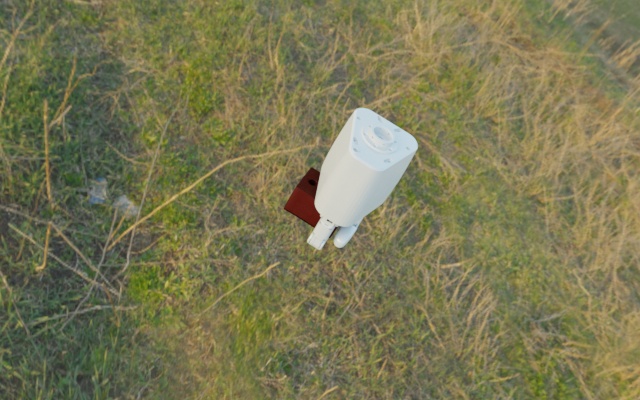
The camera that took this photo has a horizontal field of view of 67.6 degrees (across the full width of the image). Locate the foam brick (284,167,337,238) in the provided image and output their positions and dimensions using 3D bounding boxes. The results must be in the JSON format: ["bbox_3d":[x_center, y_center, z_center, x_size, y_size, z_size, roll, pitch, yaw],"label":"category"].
[{"bbox_3d":[0.000,0.002,0.661,0.078,0.051,0.053,32,44,3],"label":"foam brick"}]
